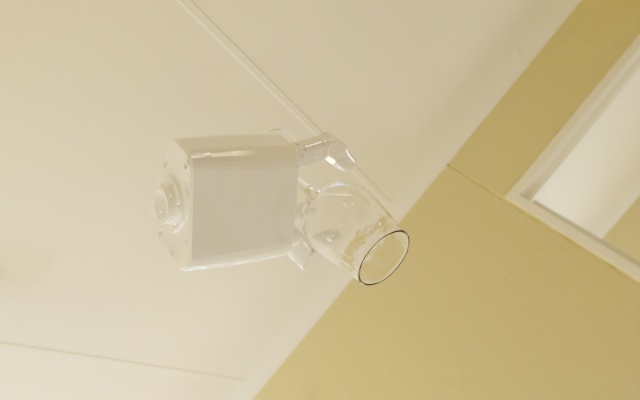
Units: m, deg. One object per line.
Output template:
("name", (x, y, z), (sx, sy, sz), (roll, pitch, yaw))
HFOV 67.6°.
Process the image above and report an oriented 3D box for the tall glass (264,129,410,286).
("tall glass", (0.000, 0.001, 0.493), (0.079, 0.079, 0.201), (0, 31, -43))
